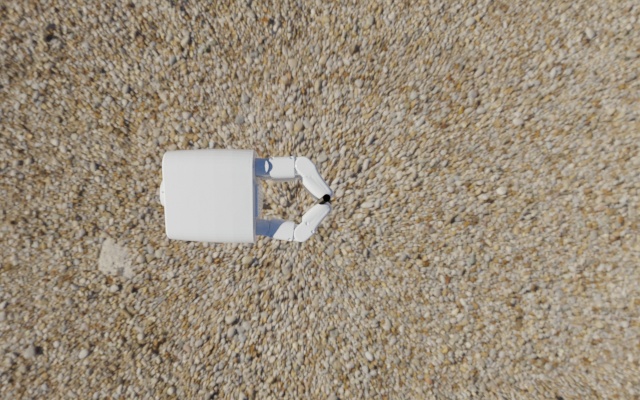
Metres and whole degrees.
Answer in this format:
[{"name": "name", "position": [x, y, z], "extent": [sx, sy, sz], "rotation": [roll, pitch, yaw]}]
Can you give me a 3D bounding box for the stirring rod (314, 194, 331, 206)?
[{"name": "stirring rod", "position": [0.000, 0.002, 0.595], "extent": [0.011, 0.011, 0.239], "rotation": [0, -2, -3]}]
